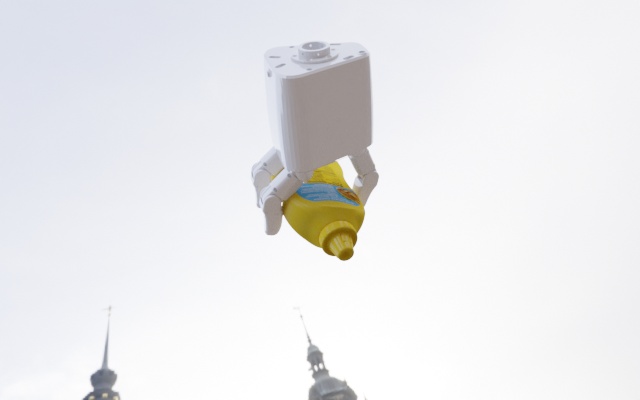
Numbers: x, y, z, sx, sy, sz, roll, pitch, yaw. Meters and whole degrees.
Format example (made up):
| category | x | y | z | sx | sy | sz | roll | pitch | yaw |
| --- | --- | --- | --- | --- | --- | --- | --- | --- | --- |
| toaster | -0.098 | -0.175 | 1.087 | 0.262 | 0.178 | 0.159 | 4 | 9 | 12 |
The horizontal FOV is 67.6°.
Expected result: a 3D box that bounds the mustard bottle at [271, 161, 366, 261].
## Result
| category | x | y | z | sx | sy | sz | roll | pitch | yaw |
| --- | --- | --- | --- | --- | --- | --- | --- | --- | --- |
| mustard bottle | 0.000 | 0.002 | 0.562 | 0.096 | 0.058 | 0.191 | 8 | 31 | -24 |
